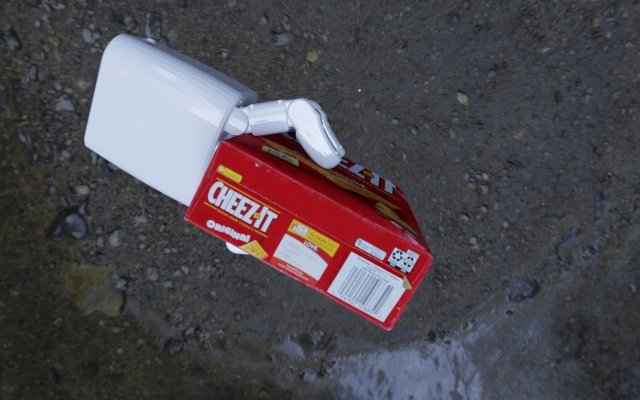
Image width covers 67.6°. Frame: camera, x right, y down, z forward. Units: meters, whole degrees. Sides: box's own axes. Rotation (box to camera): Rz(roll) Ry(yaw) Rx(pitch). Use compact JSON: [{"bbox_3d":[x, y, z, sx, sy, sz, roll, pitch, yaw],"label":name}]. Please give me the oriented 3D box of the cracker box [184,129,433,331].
[{"bbox_3d":[0.000,0.002,0.418,0.164,0.072,0.213,29,14,-2],"label":"cracker box"}]
